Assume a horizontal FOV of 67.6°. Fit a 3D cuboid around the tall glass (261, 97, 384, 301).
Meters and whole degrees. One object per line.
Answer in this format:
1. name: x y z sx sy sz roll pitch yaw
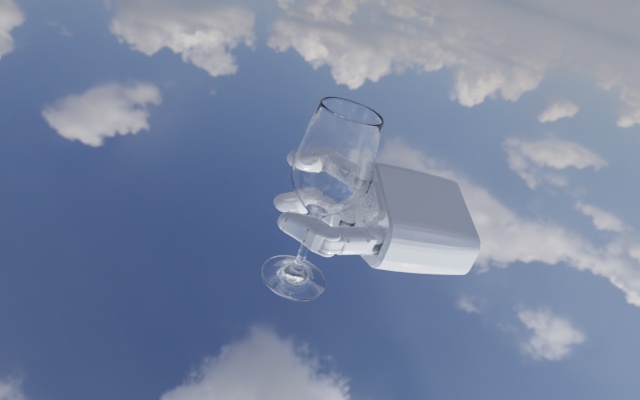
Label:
1. tall glass: 0.000 0.002 0.480 0.079 0.201 0.079 15 28 -8
